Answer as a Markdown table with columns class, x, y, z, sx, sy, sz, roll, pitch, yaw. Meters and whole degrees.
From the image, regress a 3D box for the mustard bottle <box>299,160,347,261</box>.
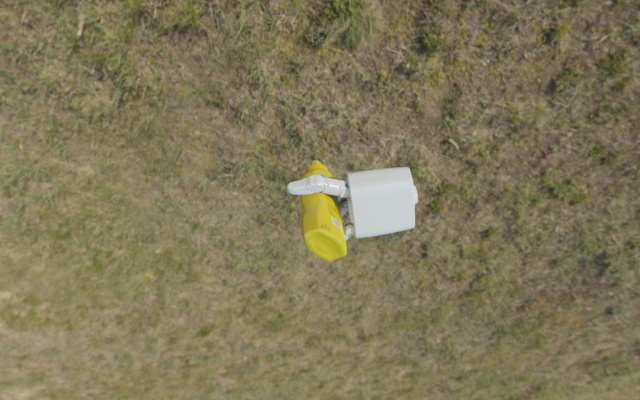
| class | x | y | z | sx | sy | sz | roll | pitch | yaw |
| --- | --- | --- | --- | --- | --- | --- | --- | --- | --- |
| mustard bottle | 0.000 | 0.003 | 0.830 | 0.058 | 0.191 | 0.096 | -25 | -43 | 20 |
